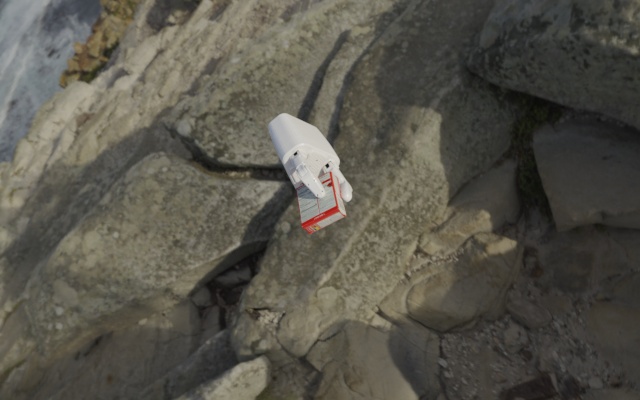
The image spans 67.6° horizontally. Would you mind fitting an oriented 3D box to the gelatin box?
[{"bbox_3d":[0.000,0.003,0.812,0.073,0.089,0.030,-27,-43,19],"label":"gelatin box"}]
